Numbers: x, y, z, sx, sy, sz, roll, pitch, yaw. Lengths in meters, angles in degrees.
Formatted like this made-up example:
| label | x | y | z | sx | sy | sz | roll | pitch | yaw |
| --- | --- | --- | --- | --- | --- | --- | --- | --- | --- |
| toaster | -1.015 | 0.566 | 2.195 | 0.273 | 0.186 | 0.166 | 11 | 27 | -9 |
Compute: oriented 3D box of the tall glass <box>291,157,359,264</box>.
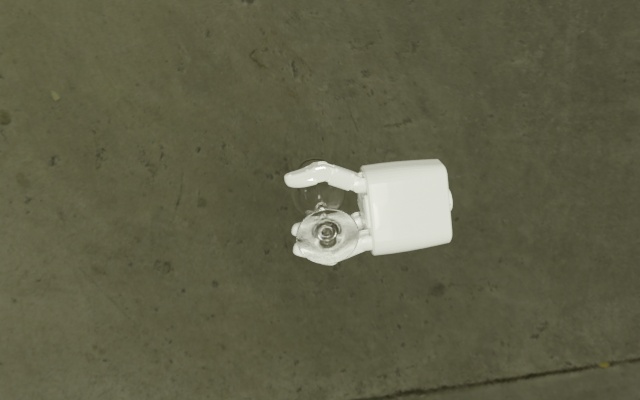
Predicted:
| label | x | y | z | sx | sy | sz | roll | pitch | yaw |
| --- | --- | --- | --- | --- | --- | --- | --- | --- | --- |
| tall glass | 0.000 | 0.002 | 0.645 | 0.079 | 0.079 | 0.201 | 0 | 24 | -6 |
